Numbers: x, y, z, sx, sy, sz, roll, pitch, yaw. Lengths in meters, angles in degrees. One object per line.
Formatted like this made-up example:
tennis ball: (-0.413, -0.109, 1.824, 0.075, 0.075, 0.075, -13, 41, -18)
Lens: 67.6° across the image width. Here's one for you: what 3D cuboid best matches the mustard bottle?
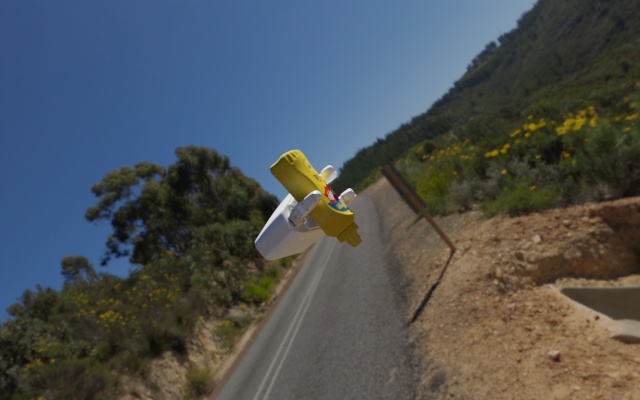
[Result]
mustard bottle: (0.000, 0.002, 0.806, 0.058, 0.191, 0.096, -42, -5, 14)
